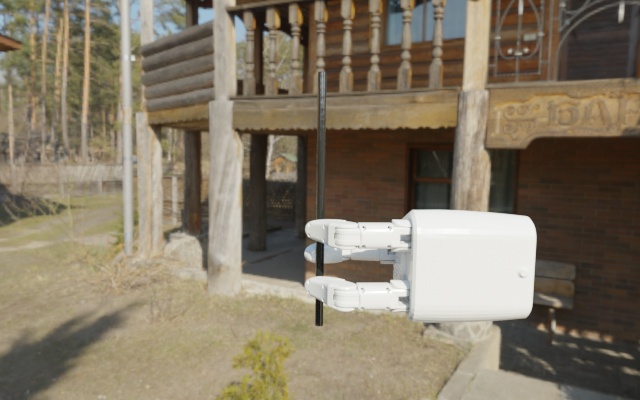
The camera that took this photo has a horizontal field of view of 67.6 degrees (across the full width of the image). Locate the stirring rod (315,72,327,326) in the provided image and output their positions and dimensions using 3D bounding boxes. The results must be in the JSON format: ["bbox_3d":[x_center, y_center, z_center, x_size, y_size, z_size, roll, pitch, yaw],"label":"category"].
[{"bbox_3d":[0.000,0.002,0.452,0.011,0.239,0.011,1,6,0],"label":"stirring rod"}]
